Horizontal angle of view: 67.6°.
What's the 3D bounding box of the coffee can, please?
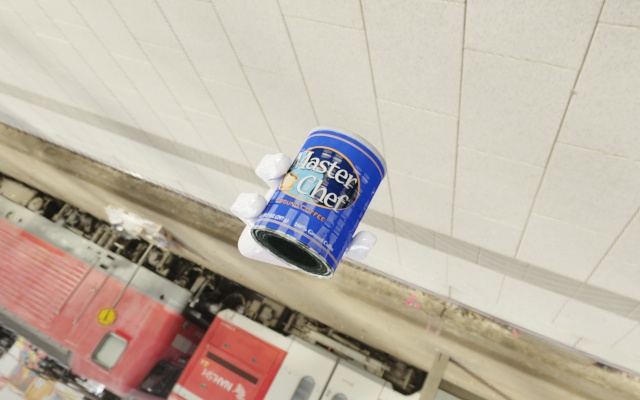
[{"bbox_3d":[0.000,0.002,0.537,0.103,0.140,0.103,25,-22,11],"label":"coffee can"}]
